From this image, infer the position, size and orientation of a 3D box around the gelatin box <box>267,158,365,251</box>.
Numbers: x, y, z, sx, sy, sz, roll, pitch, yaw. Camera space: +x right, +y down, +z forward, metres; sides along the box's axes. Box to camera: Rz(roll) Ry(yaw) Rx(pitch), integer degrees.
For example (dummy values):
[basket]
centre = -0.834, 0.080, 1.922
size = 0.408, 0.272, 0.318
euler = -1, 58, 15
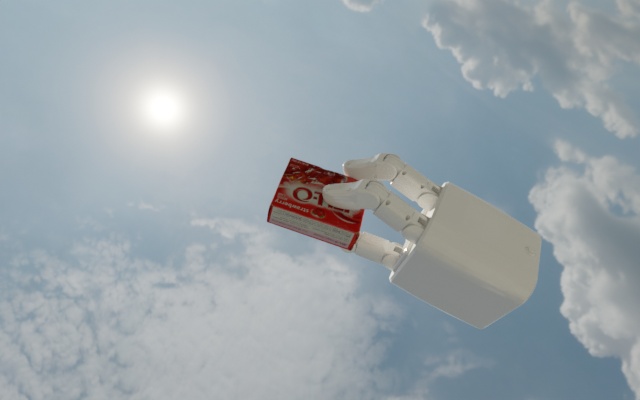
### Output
[gelatin box]
centre = 0.000, 0.002, 0.474
size = 0.089, 0.030, 0.073
euler = 19, 45, -1
